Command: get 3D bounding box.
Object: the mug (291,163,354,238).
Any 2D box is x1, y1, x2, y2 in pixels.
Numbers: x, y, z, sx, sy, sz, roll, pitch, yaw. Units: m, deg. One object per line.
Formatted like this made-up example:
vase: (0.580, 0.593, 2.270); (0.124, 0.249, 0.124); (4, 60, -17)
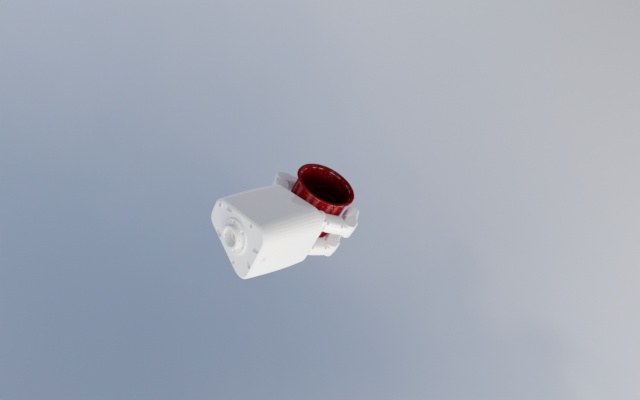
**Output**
mug: (0.001, 0.002, 0.734); (0.117, 0.081, 0.093); (-13, 53, -46)
